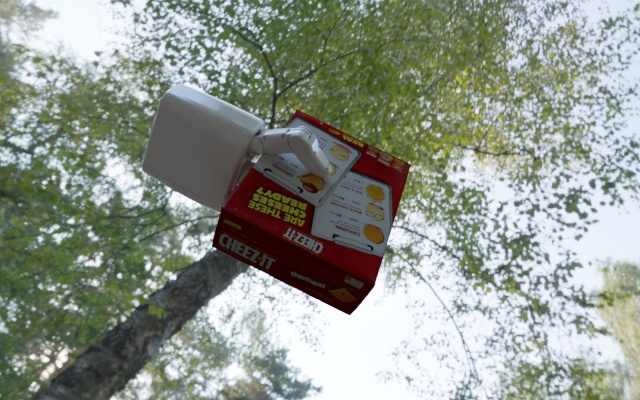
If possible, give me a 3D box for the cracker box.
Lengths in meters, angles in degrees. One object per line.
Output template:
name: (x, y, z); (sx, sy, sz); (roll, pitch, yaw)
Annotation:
cracker box: (0.000, 0.002, 0.544); (0.164, 0.072, 0.213); (26, 42, 1)
